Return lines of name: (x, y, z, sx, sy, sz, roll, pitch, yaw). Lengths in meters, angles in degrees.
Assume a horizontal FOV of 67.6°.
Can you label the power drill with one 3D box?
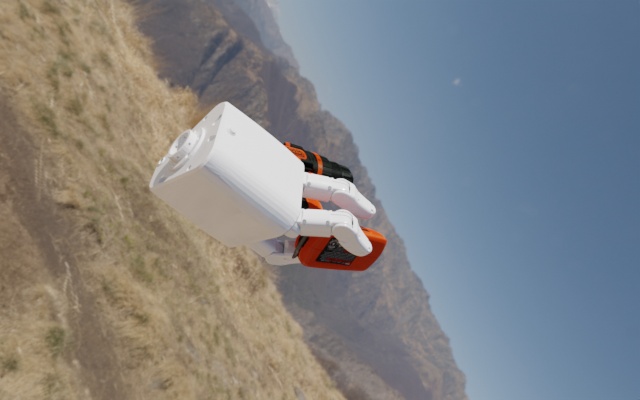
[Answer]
power drill: (0.000, 0.002, 0.580, 0.184, 0.057, 0.187, 10, 32, -39)
